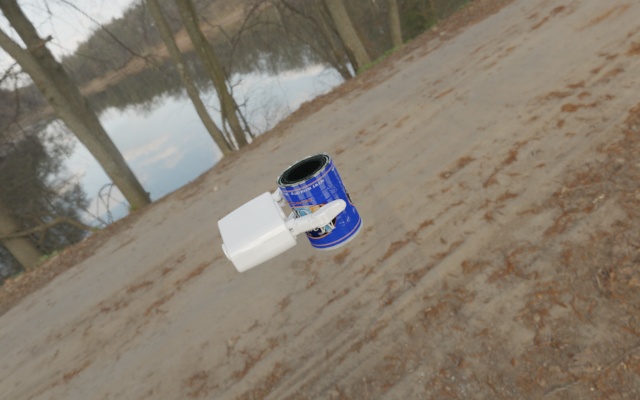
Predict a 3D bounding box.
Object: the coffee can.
[{"bbox_3d":[0.000,0.003,0.832,0.103,0.140,0.102,-23,25,11],"label":"coffee can"}]
